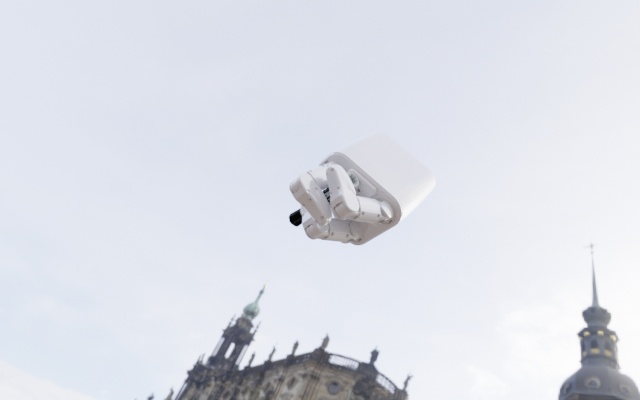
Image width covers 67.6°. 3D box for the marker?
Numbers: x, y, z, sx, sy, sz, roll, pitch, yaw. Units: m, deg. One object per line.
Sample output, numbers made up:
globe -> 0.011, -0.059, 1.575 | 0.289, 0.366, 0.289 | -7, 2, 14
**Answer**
marker -> 0.000, 0.002, 0.565 | 0.020, 0.020, 0.121 | 0, -25, -40
